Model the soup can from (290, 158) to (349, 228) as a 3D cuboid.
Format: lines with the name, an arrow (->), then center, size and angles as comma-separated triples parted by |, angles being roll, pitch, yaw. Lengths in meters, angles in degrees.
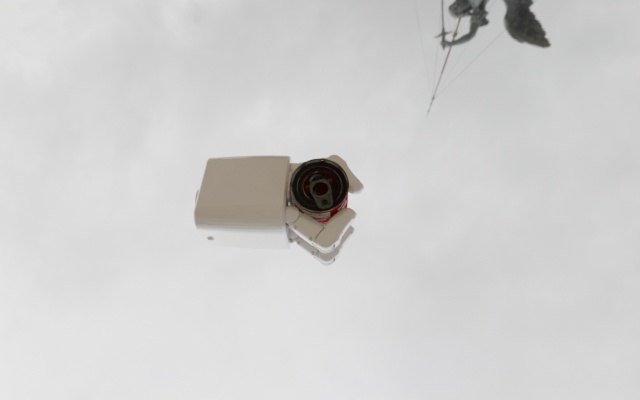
soup can -> 0.001, 0.002, 0.590 | 0.068, 0.068, 0.102 | 0, -23, 2
